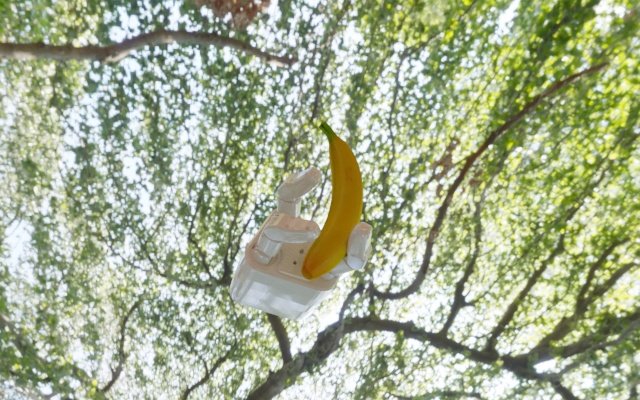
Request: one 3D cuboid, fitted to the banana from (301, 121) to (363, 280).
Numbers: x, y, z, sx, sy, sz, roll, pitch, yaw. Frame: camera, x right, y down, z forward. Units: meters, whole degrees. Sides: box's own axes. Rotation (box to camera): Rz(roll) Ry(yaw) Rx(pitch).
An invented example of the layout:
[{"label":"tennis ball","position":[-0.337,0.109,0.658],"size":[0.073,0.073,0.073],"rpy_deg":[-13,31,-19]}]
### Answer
[{"label":"banana","position":[0.017,0.005,0.535],"size":[0.069,0.197,0.037],"rpy_deg":[19,-35,-22]}]
